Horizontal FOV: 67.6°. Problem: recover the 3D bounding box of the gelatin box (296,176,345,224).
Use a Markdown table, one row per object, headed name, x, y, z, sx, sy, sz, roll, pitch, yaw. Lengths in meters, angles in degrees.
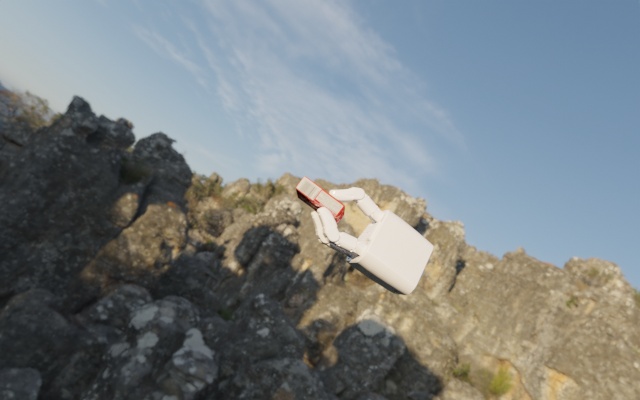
| name | x | y | z | sx | sy | sz | roll | pitch | yaw |
| --- | --- | --- | --- | --- | --- | --- | --- | --- | --- |
| gelatin box | 0.000 | 0.002 | 0.825 | 0.089 | 0.030 | 0.073 | 37 | -9 | 8 |
